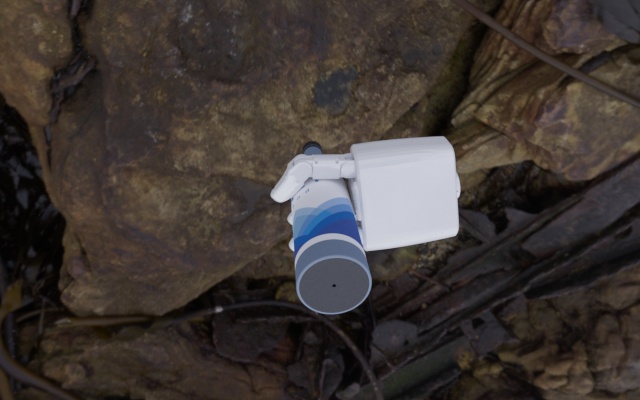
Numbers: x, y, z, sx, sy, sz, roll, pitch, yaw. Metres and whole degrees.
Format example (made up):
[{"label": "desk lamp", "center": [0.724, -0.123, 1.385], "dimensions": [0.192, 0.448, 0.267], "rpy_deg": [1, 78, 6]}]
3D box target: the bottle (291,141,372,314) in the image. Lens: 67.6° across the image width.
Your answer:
[{"label": "bottle", "center": [0.000, 0.002, 0.543], "dimensions": [0.069, 0.069, 0.295], "rpy_deg": [0, 30, -5]}]
